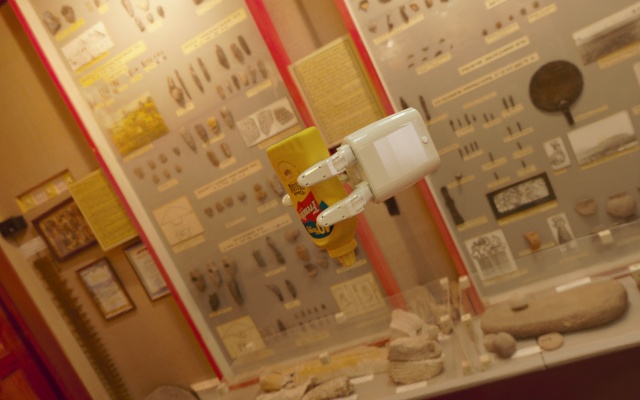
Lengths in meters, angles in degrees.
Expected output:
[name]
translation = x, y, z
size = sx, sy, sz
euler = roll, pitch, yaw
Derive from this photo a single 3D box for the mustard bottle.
[mustard bottle]
translation = 0.000, 0.002, 0.642
size = 0.058, 0.191, 0.096
euler = -32, 11, -35
